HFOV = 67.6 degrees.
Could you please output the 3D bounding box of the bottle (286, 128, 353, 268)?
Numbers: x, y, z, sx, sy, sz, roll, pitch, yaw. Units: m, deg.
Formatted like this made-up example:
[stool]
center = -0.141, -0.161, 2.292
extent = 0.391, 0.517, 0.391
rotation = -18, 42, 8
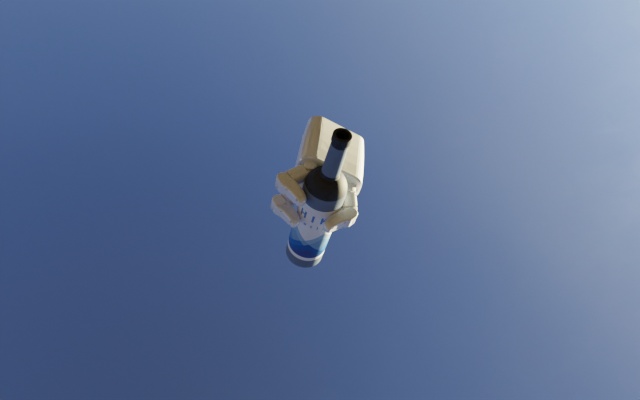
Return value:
[bottle]
center = 0.000, 0.003, 0.745
extent = 0.069, 0.069, 0.296
rotation = 0, -38, -15
